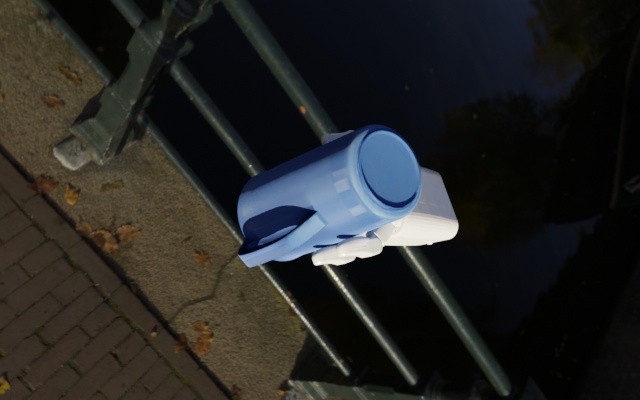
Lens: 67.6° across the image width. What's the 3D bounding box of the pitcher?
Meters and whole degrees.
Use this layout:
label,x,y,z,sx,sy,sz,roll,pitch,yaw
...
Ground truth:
label,x,y,z,sx,sy,sz,roll,pitch,yaw
pitcher,0.000,0.002,0.596,0.145,0.149,0.243,8,-18,-34
